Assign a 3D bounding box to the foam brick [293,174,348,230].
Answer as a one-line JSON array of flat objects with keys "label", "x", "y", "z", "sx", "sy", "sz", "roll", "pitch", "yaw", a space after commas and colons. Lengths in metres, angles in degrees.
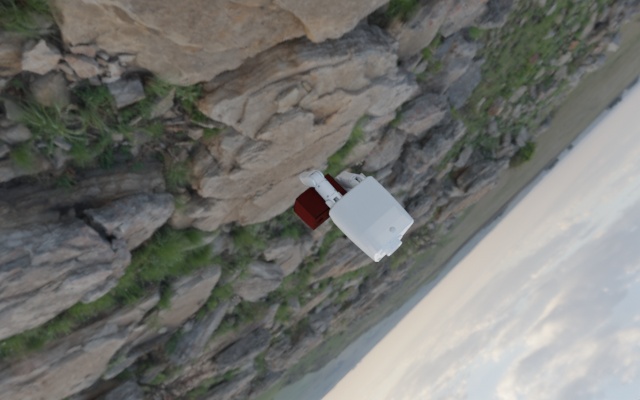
[{"label": "foam brick", "x": 0.000, "y": 0.003, "z": 0.818, "sx": 0.078, "sy": 0.051, "sz": 0.053, "roll": -39, "pitch": -15, "yaw": -20}]
